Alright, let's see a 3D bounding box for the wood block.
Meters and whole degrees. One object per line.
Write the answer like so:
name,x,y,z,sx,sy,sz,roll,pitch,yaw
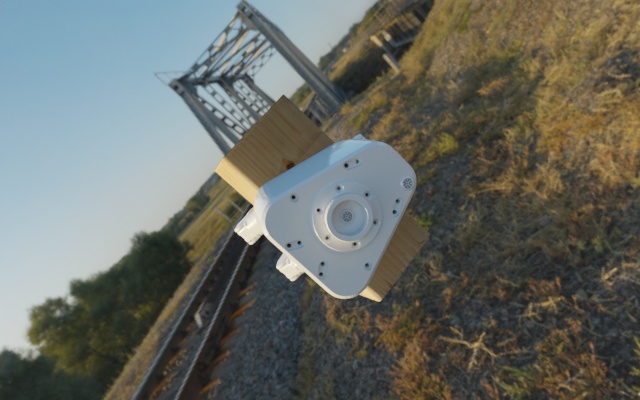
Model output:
wood block,0.000,0.001,0.502,0.206,0.091,0.090,43,-14,-10
